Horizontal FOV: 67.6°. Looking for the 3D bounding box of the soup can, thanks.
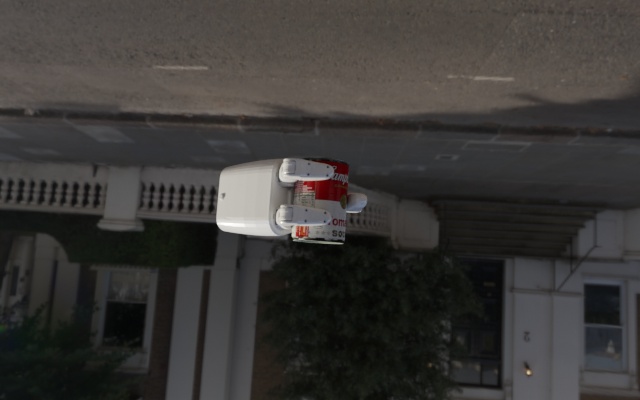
[{"bbox_3d":[0.001,0.002,0.604,0.068,0.102,0.068,4,-7,0],"label":"soup can"}]
